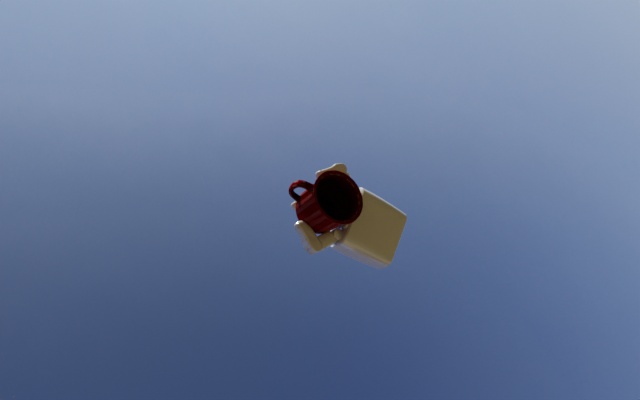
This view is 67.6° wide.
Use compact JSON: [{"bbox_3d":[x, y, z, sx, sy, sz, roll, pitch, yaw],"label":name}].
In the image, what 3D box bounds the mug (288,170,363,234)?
[{"bbox_3d":[-0.001,0.002,0.793,0.117,0.093,0.081,25,-31,-20],"label":"mug"}]
